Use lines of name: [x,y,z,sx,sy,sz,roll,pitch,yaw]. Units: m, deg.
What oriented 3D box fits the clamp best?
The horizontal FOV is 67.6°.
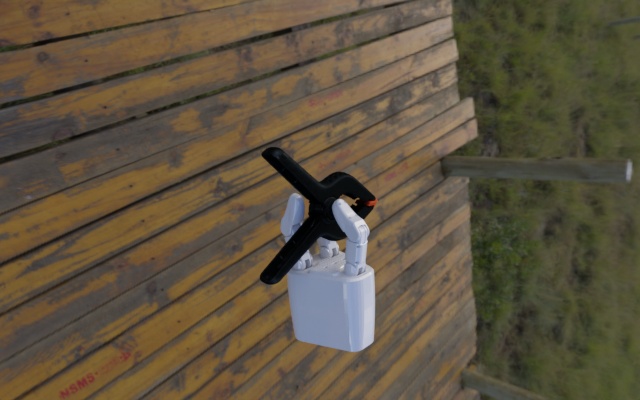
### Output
clamp: [0.001,0.002,0.622,0.036,0.164,0.210,12,21,42]
